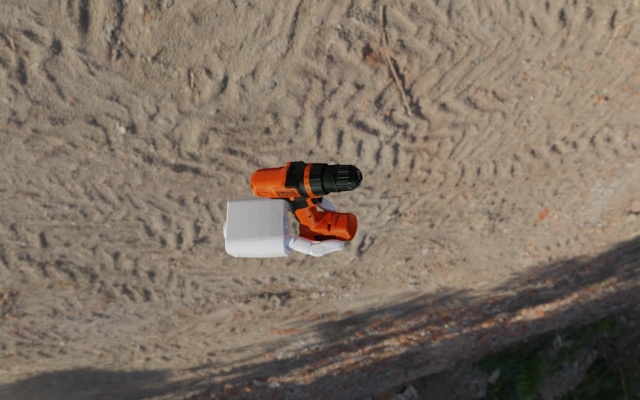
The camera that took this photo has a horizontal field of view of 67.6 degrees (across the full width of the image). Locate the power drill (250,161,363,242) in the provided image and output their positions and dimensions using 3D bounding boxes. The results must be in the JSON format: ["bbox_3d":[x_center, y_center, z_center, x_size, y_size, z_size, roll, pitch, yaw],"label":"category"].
[{"bbox_3d":[0.000,0.003,0.794,0.184,0.057,0.188,0,-33,24],"label":"power drill"}]
